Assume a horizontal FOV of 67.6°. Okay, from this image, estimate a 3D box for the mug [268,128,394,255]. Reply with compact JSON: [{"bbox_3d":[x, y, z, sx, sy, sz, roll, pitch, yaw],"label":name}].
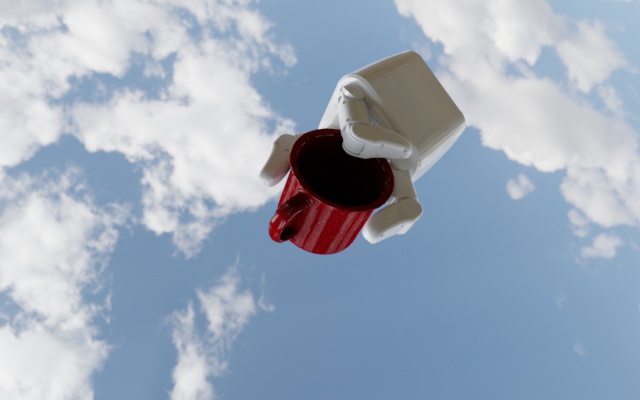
[{"bbox_3d":[-0.001,0.002,0.424,0.117,0.093,0.081,-35,-19,-38],"label":"mug"}]
